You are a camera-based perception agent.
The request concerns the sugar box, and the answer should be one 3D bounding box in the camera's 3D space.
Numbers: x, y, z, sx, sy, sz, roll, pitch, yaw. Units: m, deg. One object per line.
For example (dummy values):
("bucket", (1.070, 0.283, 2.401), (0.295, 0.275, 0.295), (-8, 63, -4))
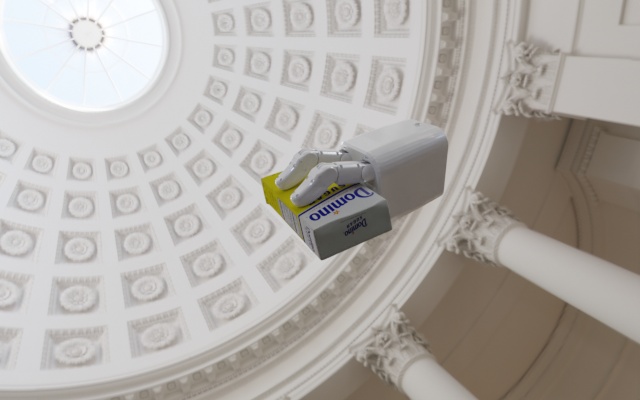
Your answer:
("sugar box", (0.000, 0.001, 0.579), (0.093, 0.048, 0.176), (-22, 26, -18))
